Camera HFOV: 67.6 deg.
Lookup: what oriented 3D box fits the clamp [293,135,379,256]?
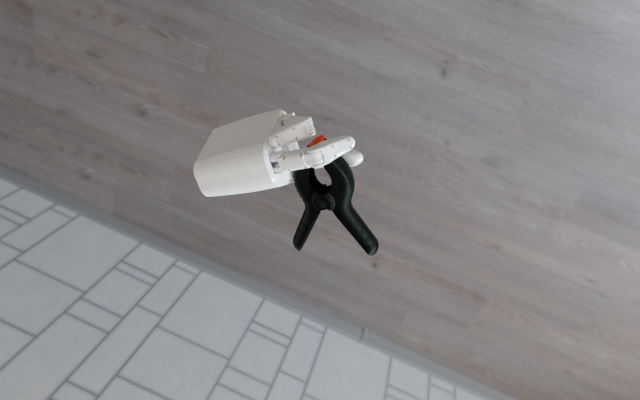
[{"bbox_3d":[0.000,0.002,0.621,0.120,0.171,0.039,-10,23,20],"label":"clamp"}]
